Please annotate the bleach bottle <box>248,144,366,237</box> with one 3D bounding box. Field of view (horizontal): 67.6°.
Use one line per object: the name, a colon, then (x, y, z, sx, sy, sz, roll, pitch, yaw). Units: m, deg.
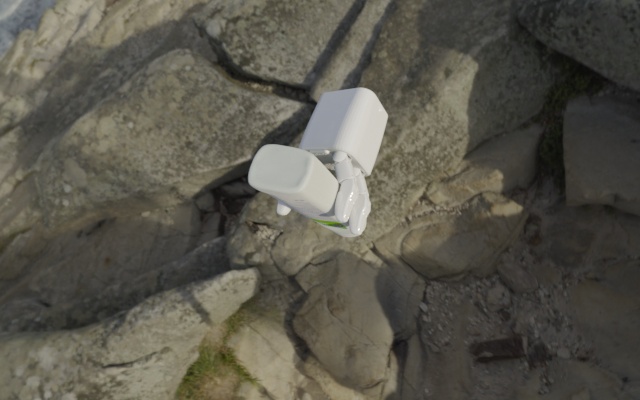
bleach bottle: (0.000, 0.002, 0.727, 0.102, 0.068, 0.251, 13, -15, 30)
